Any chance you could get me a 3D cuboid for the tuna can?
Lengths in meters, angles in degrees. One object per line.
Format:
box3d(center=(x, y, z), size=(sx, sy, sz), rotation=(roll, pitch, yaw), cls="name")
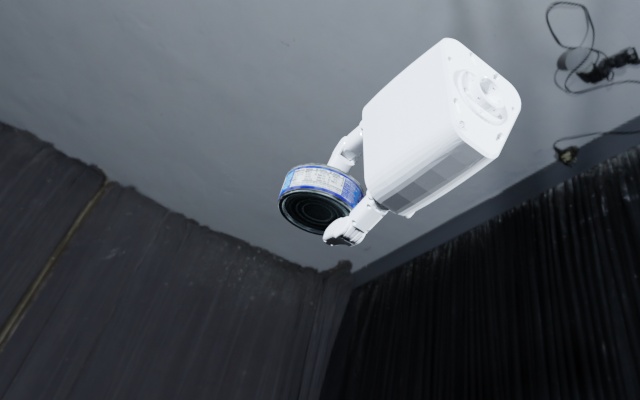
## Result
box3d(center=(0.000, 0.002, 0.492), size=(0.086, 0.033, 0.086), rotation=(12, -33, 8), cls="tuna can")
